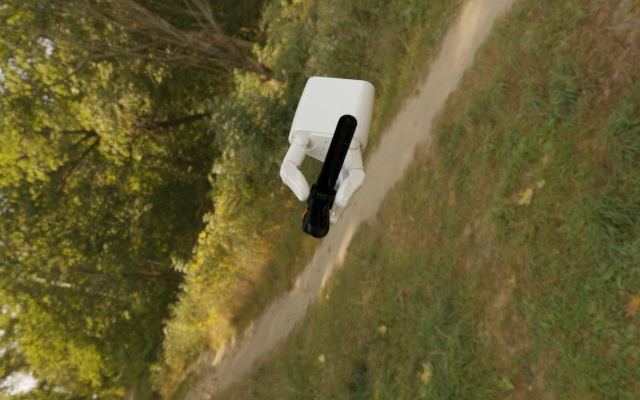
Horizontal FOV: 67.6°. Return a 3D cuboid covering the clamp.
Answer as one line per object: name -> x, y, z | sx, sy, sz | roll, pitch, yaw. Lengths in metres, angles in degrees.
clamp -> -0.001, 0.002, 0.654 | 0.036, 0.164, 0.210 | 18, -27, -3
